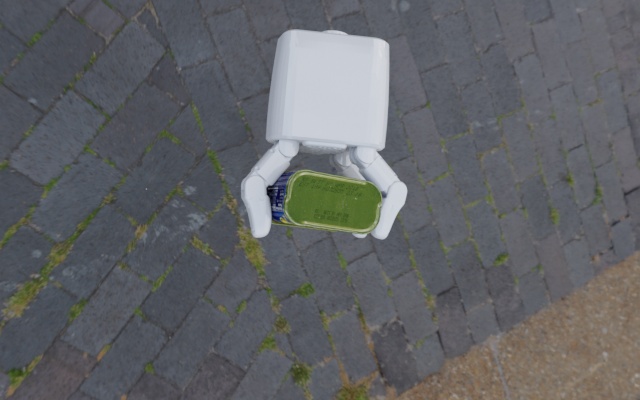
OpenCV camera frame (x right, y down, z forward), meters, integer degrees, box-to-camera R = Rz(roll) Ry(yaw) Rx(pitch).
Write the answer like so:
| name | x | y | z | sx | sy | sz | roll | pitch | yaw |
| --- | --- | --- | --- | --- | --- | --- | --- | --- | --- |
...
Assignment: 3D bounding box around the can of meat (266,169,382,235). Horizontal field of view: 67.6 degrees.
| name | x | y | z | sx | sy | sz | roll | pitch | yaw |
| --- | --- | --- | --- | --- | --- | --- | --- | --- | --- |
| can of meat | 0.000 | 0.002 | 0.476 | 0.102 | 0.057 | 0.084 | 9 | -3 | -20 |
